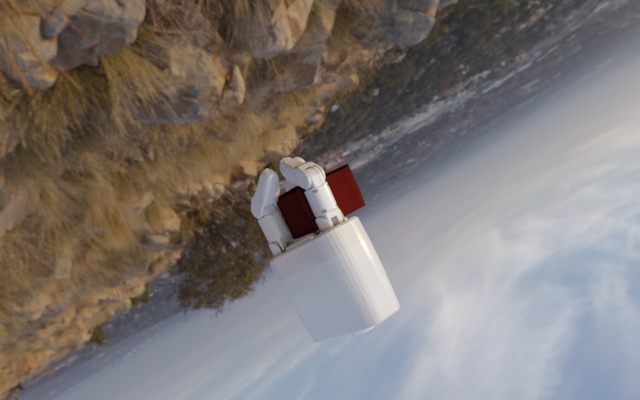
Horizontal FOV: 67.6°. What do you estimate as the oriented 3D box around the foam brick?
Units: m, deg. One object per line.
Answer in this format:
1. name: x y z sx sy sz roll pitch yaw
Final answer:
1. foam brick: 0.000 0.002 0.532 0.078 0.051 0.053 -26 -1 -31
